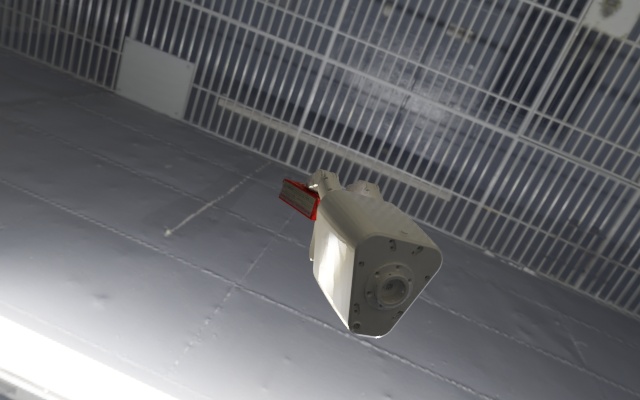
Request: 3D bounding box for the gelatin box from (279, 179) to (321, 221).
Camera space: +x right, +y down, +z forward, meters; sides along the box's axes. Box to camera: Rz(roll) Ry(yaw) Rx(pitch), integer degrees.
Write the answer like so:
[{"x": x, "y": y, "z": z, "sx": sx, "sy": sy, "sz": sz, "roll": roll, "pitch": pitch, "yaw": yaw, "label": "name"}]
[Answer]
[{"x": 0.000, "y": 0.002, "z": 0.604, "sx": 0.073, "sy": 0.030, "sz": 0.089, "roll": 11, "pitch": 11, "yaw": -35, "label": "gelatin box"}]
